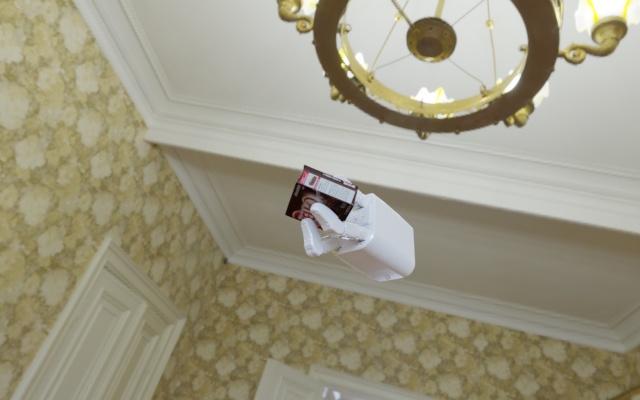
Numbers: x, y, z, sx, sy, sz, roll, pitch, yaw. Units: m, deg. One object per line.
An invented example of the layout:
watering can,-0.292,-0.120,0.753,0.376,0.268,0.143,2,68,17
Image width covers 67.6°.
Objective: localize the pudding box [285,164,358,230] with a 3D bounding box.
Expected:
pudding box,0.000,0.002,0.724,0.090,0.039,0.113,21,-32,-2
